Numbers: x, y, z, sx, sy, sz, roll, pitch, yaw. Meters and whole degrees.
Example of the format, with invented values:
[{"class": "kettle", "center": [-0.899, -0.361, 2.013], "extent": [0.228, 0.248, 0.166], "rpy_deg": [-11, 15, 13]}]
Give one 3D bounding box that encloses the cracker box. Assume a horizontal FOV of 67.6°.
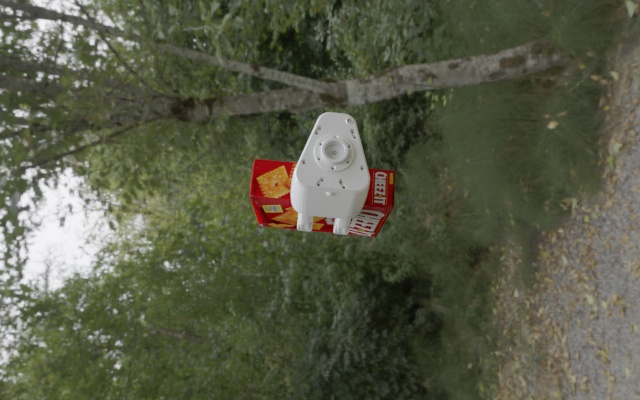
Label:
[{"class": "cracker box", "center": [0.000, 0.002, 0.779], "extent": [0.214, 0.072, 0.164], "rpy_deg": [6, -19, -1]}]
